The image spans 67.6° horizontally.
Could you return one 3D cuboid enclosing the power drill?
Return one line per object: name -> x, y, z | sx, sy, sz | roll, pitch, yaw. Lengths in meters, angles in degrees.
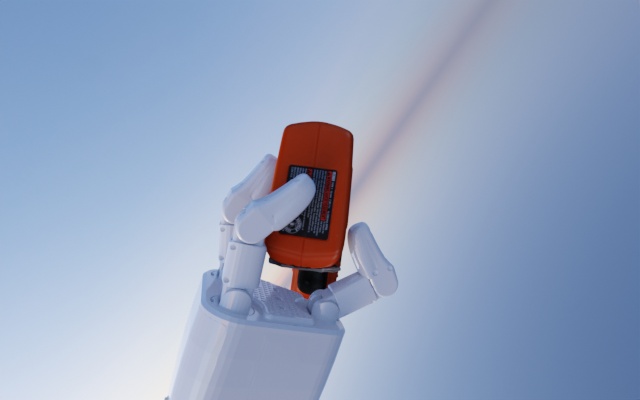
power drill -> 0.000, 0.002, 0.422 | 0.057, 0.184, 0.188 | 5, -14, 5
